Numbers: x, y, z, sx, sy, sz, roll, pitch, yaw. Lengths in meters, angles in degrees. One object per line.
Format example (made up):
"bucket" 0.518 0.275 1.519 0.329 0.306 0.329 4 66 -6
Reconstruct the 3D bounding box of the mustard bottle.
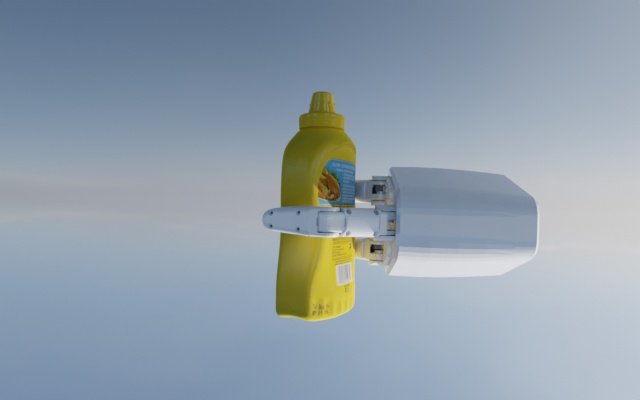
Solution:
"mustard bottle" 0.000 0.002 0.419 0.058 0.191 0.096 2 -1 27
